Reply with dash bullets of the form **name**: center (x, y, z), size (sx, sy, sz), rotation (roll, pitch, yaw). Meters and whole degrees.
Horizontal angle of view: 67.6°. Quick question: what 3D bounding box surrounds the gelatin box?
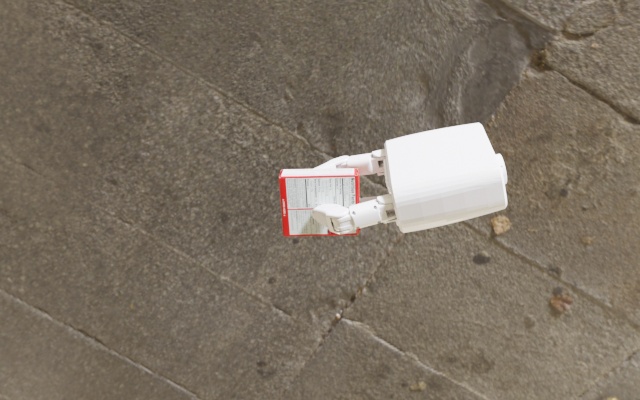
- **gelatin box**: center (0.000, 0.002, 0.540), size (0.089, 0.073, 0.030), rotation (-2, 22, 3)
